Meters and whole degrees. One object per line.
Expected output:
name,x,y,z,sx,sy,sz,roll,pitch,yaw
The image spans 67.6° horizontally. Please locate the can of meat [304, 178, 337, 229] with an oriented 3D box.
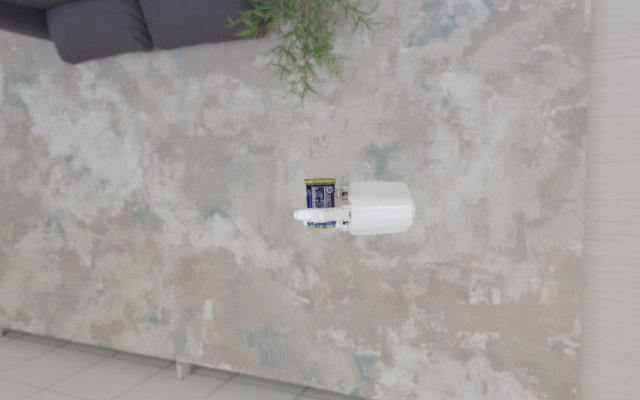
can of meat,0.000,0.003,0.866,0.057,0.084,0.102,-2,5,-1
